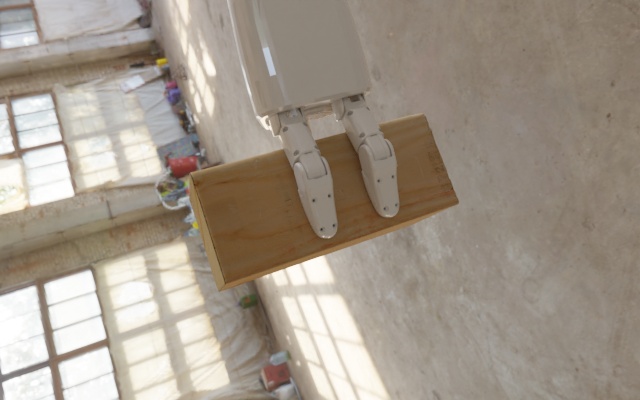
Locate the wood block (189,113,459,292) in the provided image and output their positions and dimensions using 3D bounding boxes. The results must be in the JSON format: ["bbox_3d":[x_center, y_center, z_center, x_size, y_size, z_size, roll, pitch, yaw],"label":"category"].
[{"bbox_3d":[0.000,0.001,0.419,0.206,0.090,0.091,-17,-8,-19],"label":"wood block"}]
